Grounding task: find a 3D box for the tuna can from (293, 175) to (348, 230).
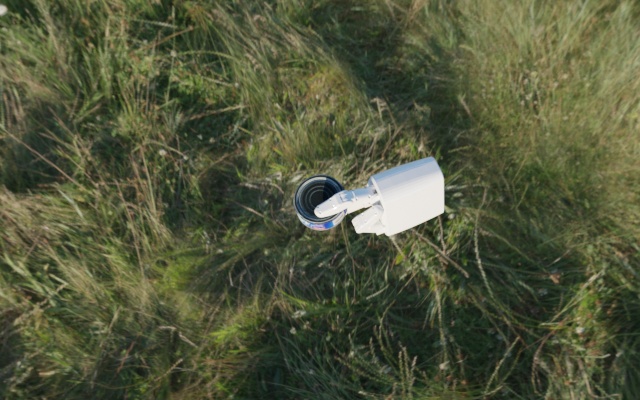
[{"bbox_3d":[0.000,0.002,0.768,0.086,0.086,0.034,0,-21,8],"label":"tuna can"}]
